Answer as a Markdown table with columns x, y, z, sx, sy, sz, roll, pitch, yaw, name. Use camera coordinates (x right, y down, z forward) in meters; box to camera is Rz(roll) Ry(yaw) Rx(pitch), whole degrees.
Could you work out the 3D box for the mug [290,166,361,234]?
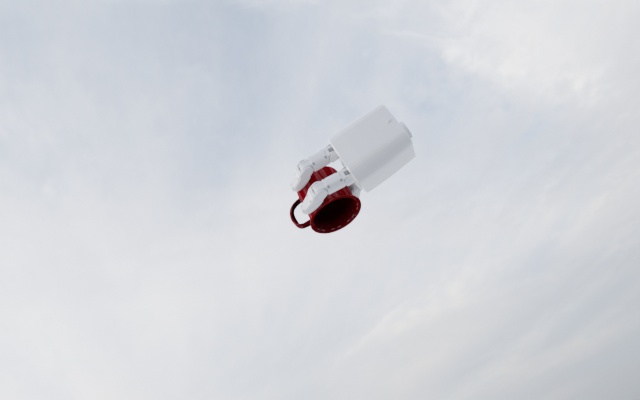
| x | y | z | sx | sy | sz | roll | pitch | yaw | name |
| --- | --- | --- | --- | --- | --- | --- | --- | --- | --- |
| -0.001 | 0.003 | 0.811 | 0.117 | 0.081 | 0.093 | -33 | -35 | 5 | mug |
